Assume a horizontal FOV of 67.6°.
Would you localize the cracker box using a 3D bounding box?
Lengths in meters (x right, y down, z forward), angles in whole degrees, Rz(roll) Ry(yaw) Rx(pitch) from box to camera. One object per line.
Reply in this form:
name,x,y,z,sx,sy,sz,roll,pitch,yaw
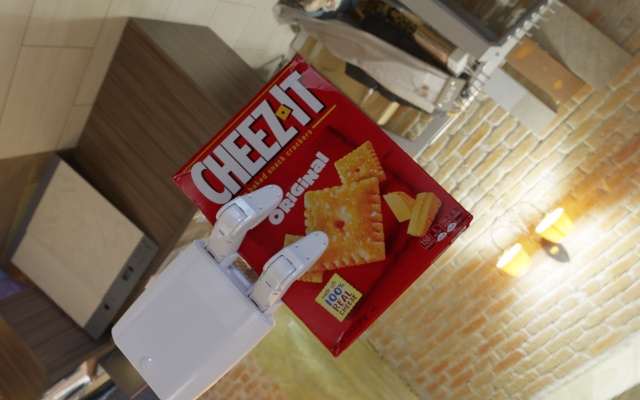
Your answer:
cracker box,0.000,0.002,0.430,0.213,0.164,0.072,45,-1,11
